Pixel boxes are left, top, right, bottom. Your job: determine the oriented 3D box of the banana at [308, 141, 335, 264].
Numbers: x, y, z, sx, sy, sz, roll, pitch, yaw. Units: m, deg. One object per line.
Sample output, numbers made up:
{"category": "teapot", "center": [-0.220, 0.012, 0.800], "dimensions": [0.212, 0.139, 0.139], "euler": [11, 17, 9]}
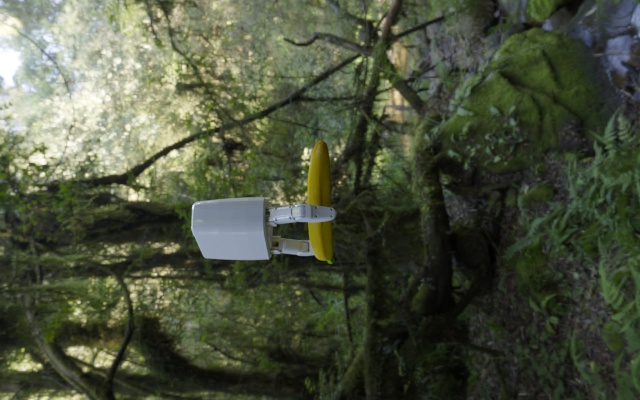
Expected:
{"category": "banana", "center": [-0.001, 0.008, 0.729], "dimensions": [0.037, 0.198, 0.069], "euler": [-2, 8, 3]}
